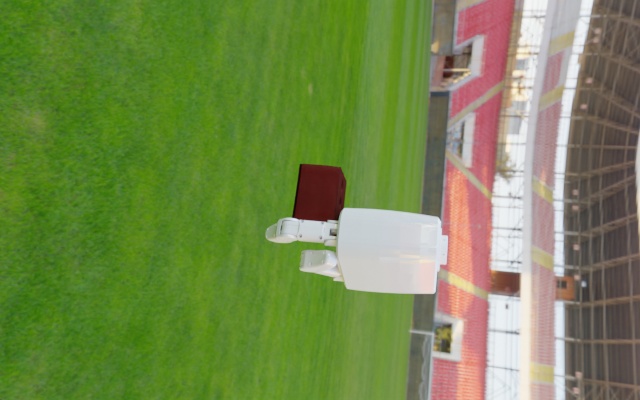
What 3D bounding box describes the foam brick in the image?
[{"bbox_3d":[0.000,0.002,0.575,0.051,0.078,0.053,3,-18,14],"label":"foam brick"}]
